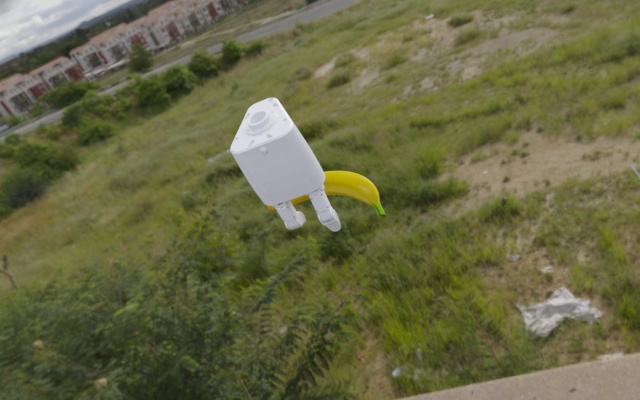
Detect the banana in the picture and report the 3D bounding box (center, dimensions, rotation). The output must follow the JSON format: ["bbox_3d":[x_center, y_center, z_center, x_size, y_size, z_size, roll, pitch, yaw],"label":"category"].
[{"bbox_3d":[0.007,-0.014,0.747,0.198,0.069,0.037,2,-26,25],"label":"banana"}]
